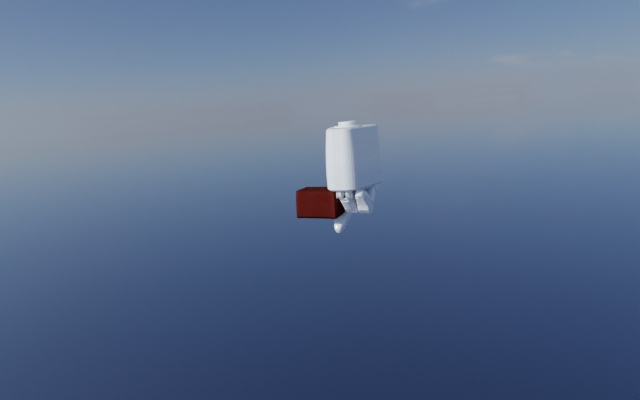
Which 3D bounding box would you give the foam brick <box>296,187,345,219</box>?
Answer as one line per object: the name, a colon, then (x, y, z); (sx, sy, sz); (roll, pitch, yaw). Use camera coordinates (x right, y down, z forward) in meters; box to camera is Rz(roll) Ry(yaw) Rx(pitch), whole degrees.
foam brick: (0.000, 0.003, 0.877); (0.078, 0.051, 0.053); (0, 12, 22)
